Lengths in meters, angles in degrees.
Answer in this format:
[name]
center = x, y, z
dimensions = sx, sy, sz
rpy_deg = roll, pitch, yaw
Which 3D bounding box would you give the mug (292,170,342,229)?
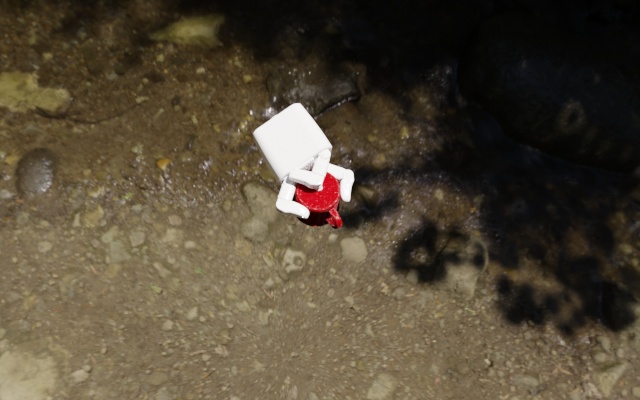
[mug]
center = 0.001, 0.004, 0.883
dimensions = 0.093, 0.117, 0.081
rpy_deg = -32, -14, -13
